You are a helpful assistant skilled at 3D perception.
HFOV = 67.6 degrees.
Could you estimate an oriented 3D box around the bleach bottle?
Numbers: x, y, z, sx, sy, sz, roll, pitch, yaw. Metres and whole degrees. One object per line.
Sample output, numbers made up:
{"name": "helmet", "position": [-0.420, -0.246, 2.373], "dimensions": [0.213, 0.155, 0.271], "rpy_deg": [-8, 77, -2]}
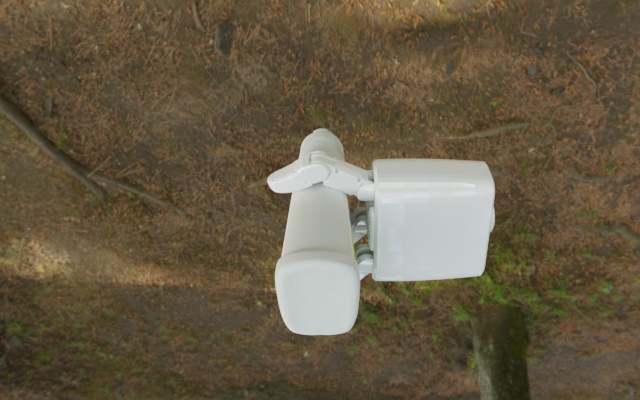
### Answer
{"name": "bleach bottle", "position": [0.000, 0.002, 0.480], "dimensions": [0.068, 0.103, 0.250], "rpy_deg": [-1, 42, 2]}
